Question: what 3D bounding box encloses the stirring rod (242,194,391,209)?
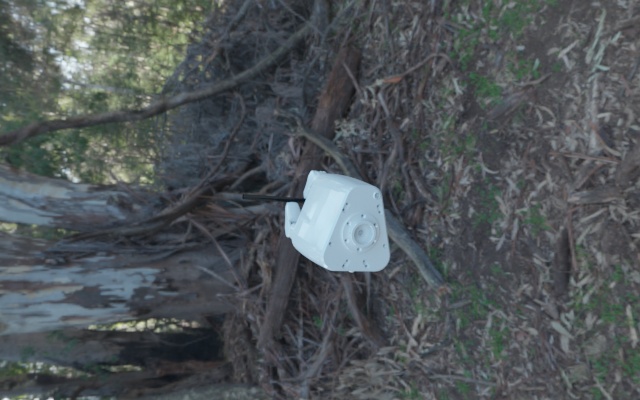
[{"bbox_3d":[0.000,0.002,0.732,0.239,0.011,0.011,4,-2,-21],"label":"stirring rod"}]
